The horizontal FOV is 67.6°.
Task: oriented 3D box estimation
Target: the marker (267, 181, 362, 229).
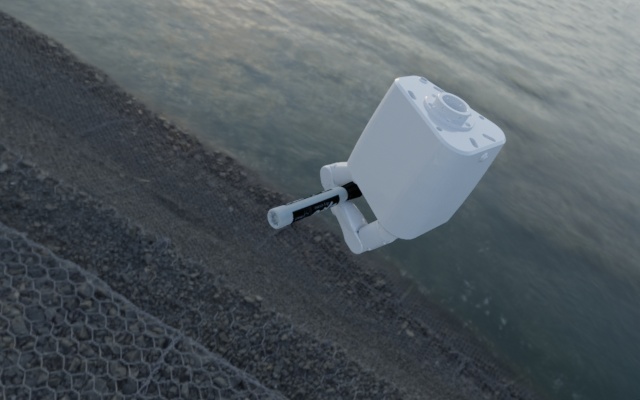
[{"bbox_3d":[0.000,0.002,0.469,0.121,0.020,0.020,-20,14,-42],"label":"marker"}]
